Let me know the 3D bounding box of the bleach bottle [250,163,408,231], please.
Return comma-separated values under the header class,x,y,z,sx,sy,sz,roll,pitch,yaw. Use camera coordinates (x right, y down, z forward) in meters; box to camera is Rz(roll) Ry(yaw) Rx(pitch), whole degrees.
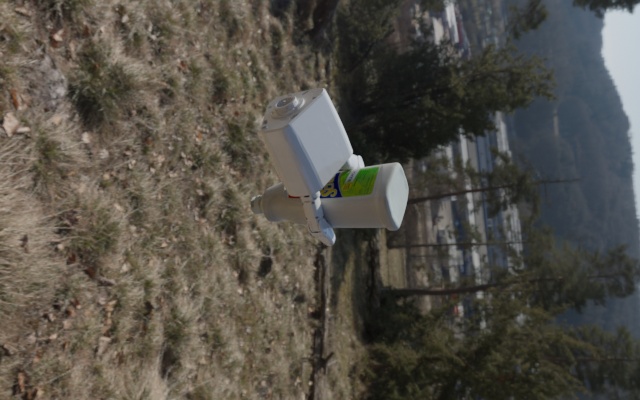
class,x,y,z,sx,sy,sz,roll,pitch,yaw
bleach bottle,0.000,0.002,0.724,0.251,0.068,0.102,-6,38,28
